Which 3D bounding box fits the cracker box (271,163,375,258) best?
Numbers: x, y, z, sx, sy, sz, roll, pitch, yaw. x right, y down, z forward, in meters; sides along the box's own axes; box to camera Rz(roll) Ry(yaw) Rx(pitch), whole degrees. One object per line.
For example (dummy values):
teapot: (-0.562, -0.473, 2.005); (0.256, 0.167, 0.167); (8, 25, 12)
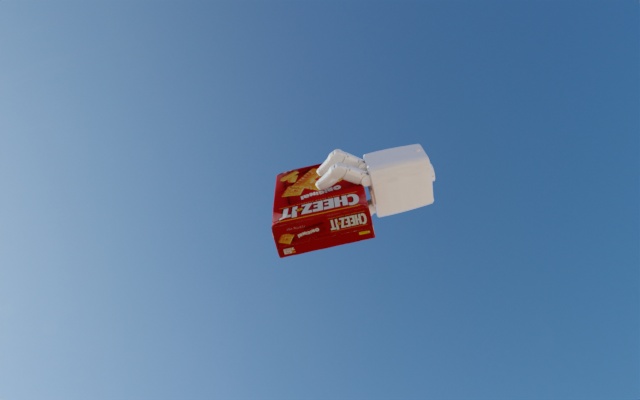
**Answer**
cracker box: (0.000, 0.003, 0.864); (0.164, 0.072, 0.213); (-13, 26, 4)
